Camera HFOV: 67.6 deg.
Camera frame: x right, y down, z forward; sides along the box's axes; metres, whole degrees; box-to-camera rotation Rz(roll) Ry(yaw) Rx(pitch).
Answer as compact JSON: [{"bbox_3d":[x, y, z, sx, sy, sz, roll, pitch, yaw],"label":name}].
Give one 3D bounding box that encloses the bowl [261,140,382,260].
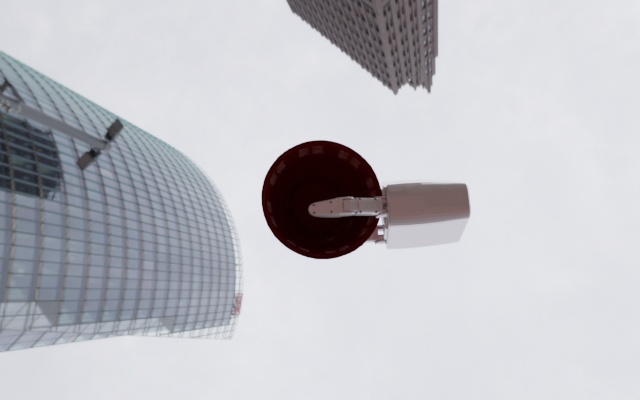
[{"bbox_3d":[-0.001,0.002,0.655,0.162,0.162,0.055,0,-12,-6],"label":"bowl"}]
